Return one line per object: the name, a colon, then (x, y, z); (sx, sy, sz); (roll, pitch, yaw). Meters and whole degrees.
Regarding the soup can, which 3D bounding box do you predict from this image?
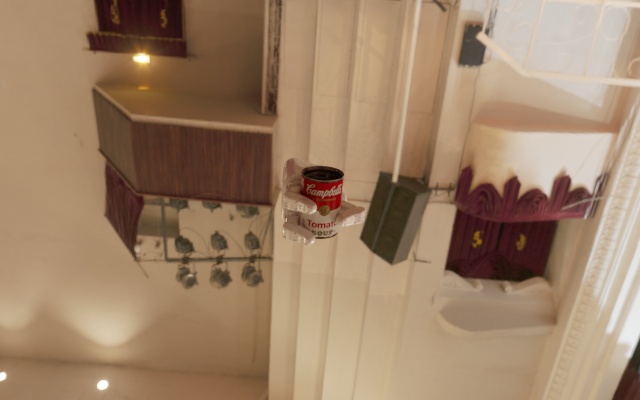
soup can: (0.000, 0.003, 0.773); (0.068, 0.102, 0.068); (4, 24, -2)
